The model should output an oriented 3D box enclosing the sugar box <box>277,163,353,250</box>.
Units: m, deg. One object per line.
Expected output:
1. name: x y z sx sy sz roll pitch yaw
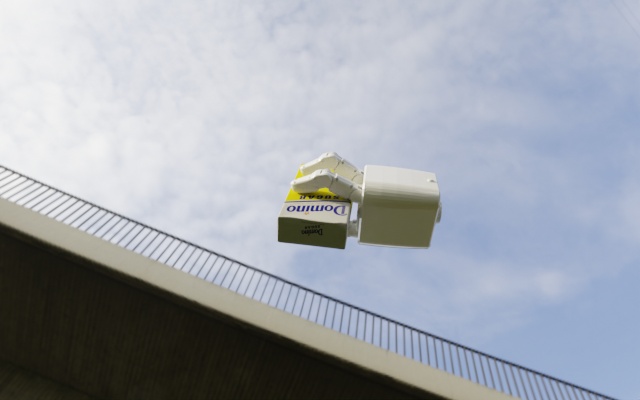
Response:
1. sugar box: 0.000 0.002 0.690 0.093 0.048 0.176 6 26 5
